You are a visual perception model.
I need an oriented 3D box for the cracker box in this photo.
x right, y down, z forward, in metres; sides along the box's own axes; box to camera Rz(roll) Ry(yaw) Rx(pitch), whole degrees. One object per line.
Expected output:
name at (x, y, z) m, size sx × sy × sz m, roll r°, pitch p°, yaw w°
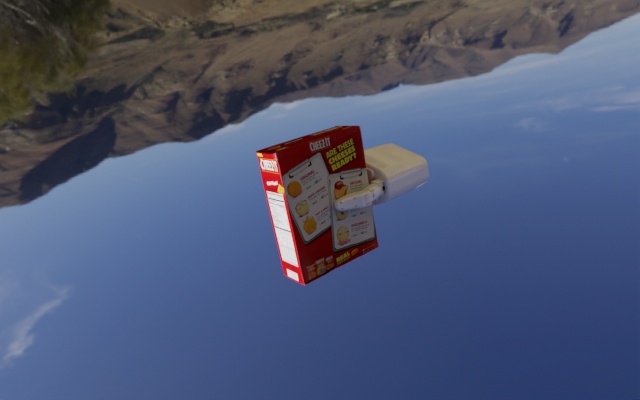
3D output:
cracker box at (0.000, 0.003, 0.767) m, size 0.164 × 0.214 × 0.072 m, roll -22°, pitch 20°, yaw -33°
